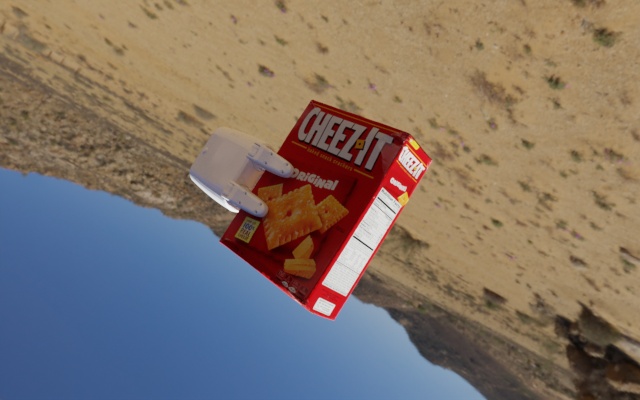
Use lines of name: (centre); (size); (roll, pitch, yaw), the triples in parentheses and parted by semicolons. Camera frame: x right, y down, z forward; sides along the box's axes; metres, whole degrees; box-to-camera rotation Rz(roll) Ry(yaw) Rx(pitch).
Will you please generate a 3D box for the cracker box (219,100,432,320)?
cracker box: (0.000, 0.002, 0.557); (0.164, 0.213, 0.072); (29, -5, 41)
